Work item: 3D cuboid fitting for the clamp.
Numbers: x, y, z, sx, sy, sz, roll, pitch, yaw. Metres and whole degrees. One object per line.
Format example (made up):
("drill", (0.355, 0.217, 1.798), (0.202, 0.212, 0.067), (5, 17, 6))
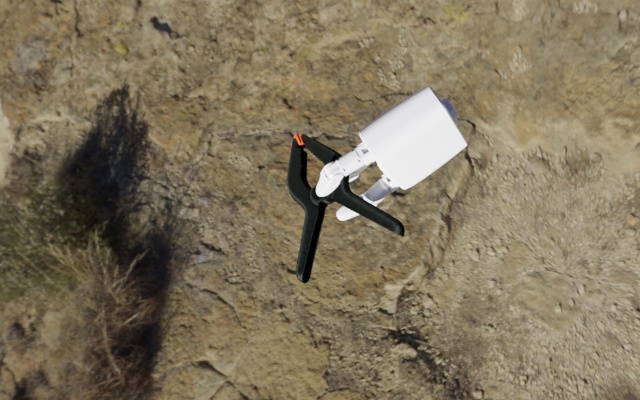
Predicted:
("clamp", (0.000, 0.001, 0.676), (0.164, 0.210, 0.036), (-34, -21, 13))
